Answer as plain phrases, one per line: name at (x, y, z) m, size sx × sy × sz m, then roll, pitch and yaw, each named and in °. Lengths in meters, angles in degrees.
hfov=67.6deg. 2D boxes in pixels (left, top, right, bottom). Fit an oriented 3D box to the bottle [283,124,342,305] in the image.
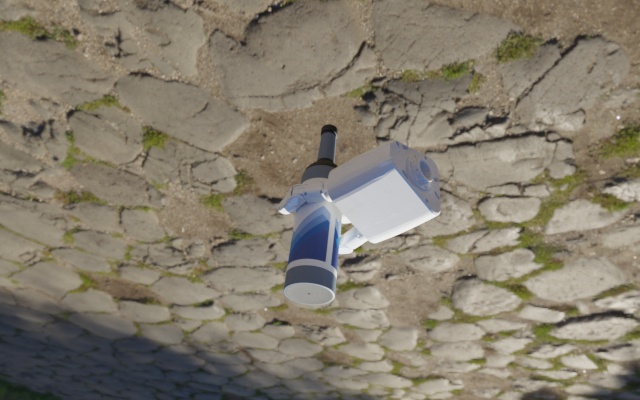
bottle at (0.000, 0.003, 0.698) m, size 0.069 × 0.295 × 0.069 m, roll 5°, pitch -36°, yaw 3°
